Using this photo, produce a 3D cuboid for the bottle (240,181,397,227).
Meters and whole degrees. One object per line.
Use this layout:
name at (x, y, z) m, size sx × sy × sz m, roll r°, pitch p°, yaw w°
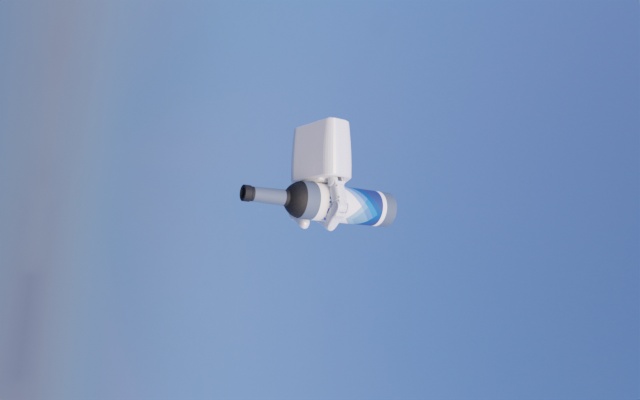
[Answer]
bottle at (0.000, 0.003, 0.846) m, size 0.296 × 0.069 × 0.069 m, roll 7°, pitch -4°, yaw -30°
